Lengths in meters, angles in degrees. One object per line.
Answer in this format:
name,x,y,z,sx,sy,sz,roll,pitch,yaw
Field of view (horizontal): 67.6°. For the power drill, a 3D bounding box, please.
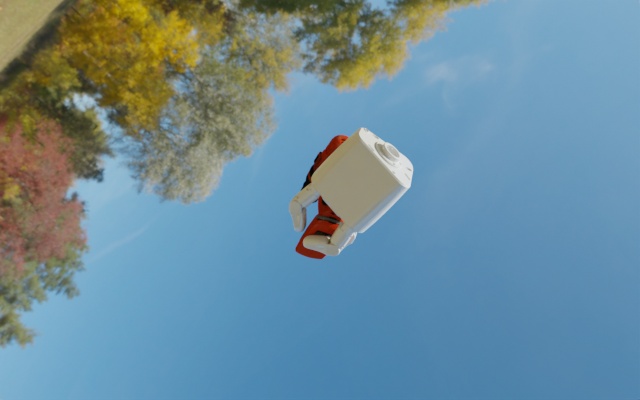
power drill,0.000,0.003,0.828,0.057,0.187,0.184,16,-37,-14
